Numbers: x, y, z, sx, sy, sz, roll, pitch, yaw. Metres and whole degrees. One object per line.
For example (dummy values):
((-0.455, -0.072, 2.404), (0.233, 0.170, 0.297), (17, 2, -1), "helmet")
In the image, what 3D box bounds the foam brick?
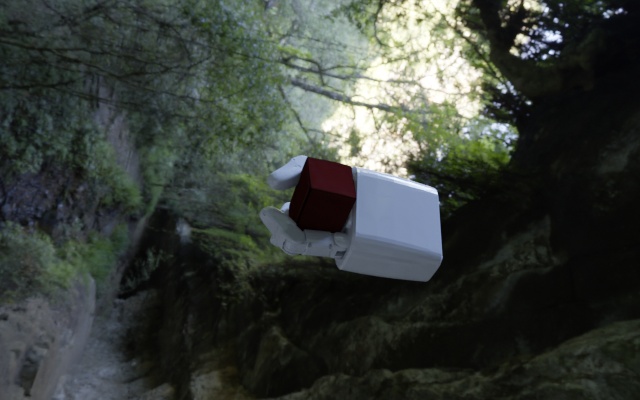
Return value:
((0.000, 0.002, 0.509), (0.051, 0.053, 0.078), (11, -47, -14), "foam brick")
